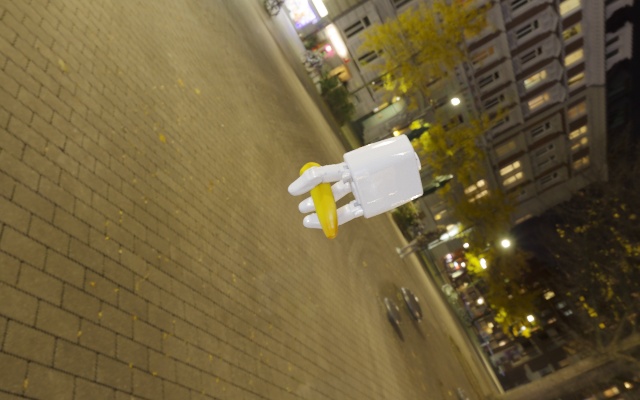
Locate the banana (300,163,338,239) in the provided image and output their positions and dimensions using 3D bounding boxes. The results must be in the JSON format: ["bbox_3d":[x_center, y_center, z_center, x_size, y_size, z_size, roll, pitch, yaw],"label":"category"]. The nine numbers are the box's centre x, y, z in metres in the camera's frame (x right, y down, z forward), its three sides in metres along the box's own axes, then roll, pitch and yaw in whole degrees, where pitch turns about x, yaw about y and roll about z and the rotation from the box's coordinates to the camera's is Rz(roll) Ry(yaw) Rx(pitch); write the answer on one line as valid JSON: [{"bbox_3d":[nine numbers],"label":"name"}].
[{"bbox_3d":[-0.003,-0.015,0.789,0.037,0.070,0.197,-12,30,-8],"label":"banana"}]
